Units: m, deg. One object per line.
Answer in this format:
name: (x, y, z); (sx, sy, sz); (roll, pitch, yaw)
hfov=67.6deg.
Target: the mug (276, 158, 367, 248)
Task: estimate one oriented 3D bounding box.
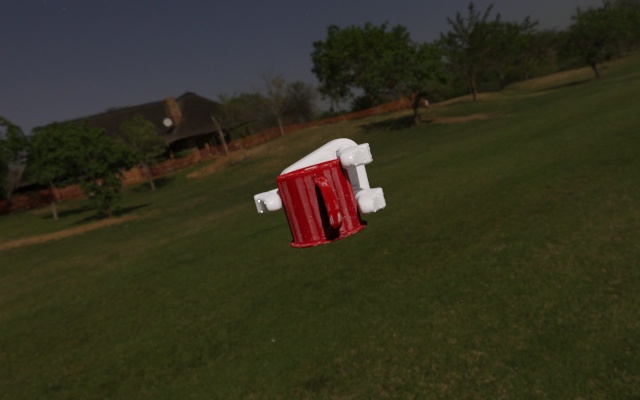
mug: (0.000, 0.002, 0.534); (0.093, 0.081, 0.117); (-17, 7, -7)
